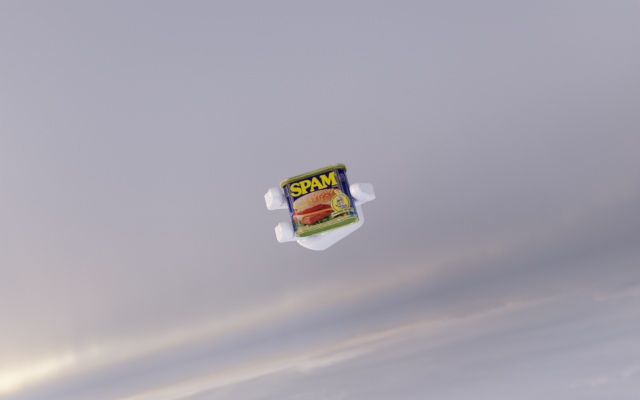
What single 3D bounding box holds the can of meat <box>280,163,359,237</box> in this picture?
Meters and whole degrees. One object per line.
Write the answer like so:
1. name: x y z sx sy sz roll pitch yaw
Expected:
1. can of meat: 0.000 0.003 0.708 0.102 0.084 0.057 -17 -14 6
